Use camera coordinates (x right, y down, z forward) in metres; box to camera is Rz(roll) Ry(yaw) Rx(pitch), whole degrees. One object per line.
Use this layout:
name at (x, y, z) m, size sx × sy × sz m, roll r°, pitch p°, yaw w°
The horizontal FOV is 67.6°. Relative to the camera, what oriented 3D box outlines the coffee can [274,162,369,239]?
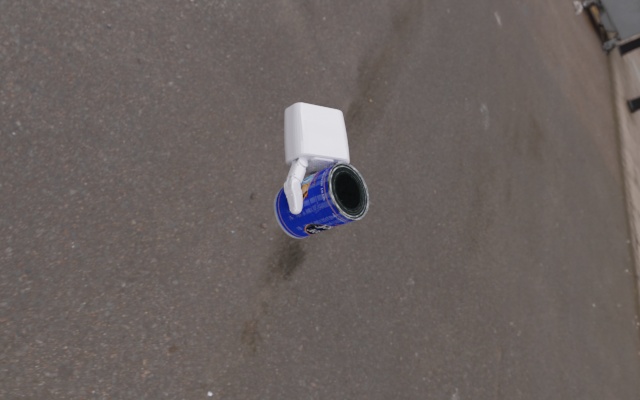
coffee can at (0.000, 0.003, 0.848) m, size 0.140 × 0.102 × 0.103 m, roll -21°, pitch -14°, yaw 41°
